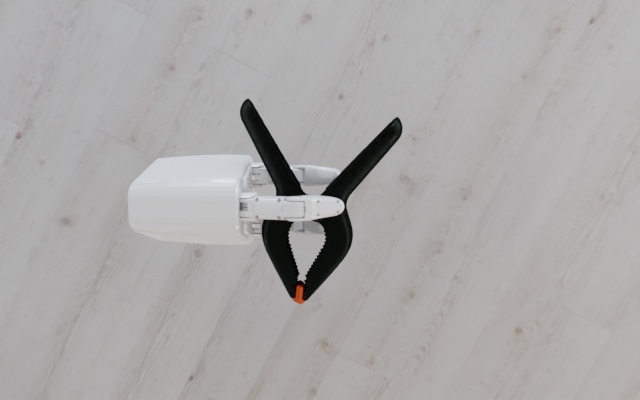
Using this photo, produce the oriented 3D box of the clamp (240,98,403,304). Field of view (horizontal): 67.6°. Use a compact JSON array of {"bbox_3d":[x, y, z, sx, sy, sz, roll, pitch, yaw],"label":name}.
[{"bbox_3d":[0.000,0.002,0.492,0.164,0.210,0.036,1,6,3],"label":"clamp"}]
